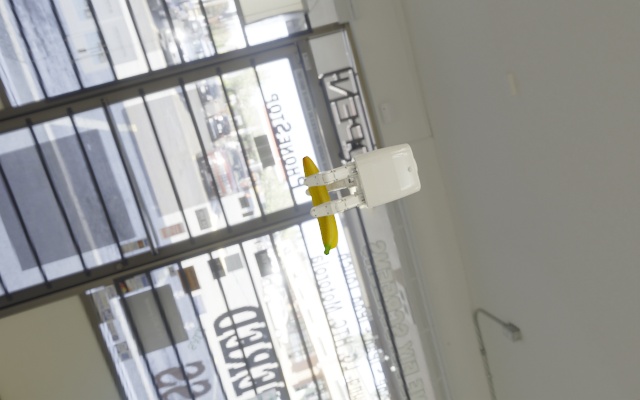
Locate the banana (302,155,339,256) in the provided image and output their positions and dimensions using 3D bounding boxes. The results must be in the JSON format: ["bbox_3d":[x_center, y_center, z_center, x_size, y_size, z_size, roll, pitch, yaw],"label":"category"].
[{"bbox_3d":[0.003,0.011,0.911,0.037,0.197,0.070,-16,-16,3],"label":"banana"}]
